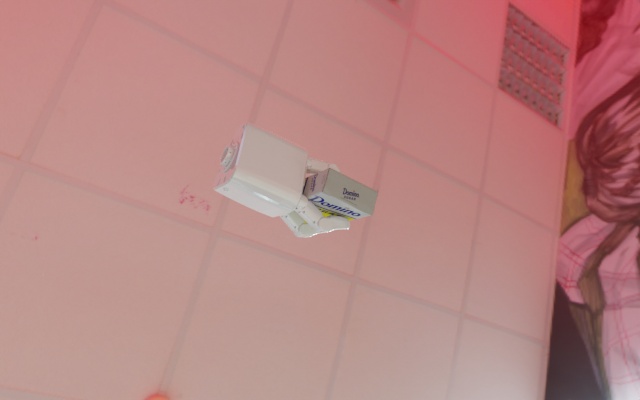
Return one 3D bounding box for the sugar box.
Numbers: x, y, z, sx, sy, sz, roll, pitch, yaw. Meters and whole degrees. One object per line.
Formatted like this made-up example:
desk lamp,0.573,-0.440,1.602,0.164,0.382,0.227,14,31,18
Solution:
sugar box,0.000,0.003,0.758,0.093,0.048,0.176,25,-19,-25
